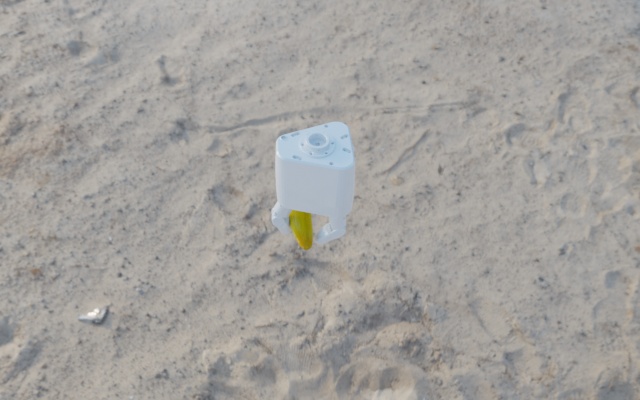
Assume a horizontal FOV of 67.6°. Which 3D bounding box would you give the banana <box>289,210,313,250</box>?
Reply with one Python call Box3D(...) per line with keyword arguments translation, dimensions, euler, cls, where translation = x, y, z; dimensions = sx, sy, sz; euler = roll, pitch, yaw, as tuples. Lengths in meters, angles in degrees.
Box3D(translation=(-0.016, -0.006, 0.805), dimensions=(0.069, 0.197, 0.037), euler=(18, -39, 8), cls="banana")
